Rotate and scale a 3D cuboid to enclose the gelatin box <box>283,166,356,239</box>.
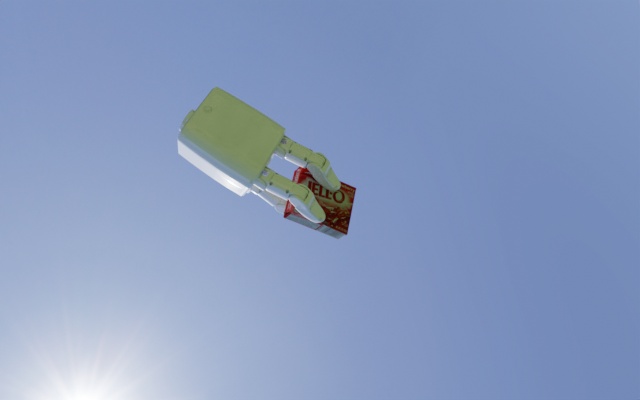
[{"bbox_3d":[0.000,0.002,0.646,0.089,0.073,0.030,23,-28,-20],"label":"gelatin box"}]
